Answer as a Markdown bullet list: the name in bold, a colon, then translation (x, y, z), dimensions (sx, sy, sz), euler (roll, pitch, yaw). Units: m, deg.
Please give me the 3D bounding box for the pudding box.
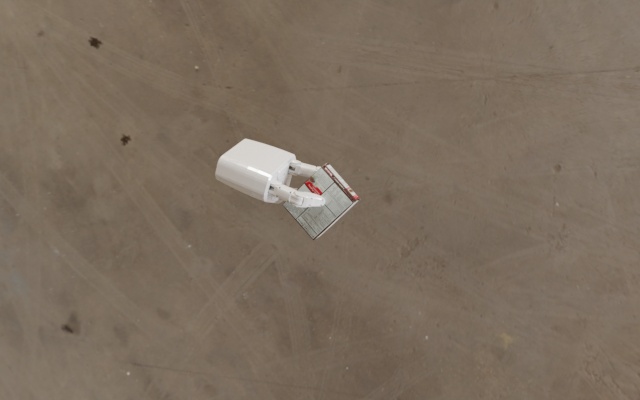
- **pudding box**: translation (0.000, 0.003, 0.860), dimensions (0.113, 0.090, 0.039), euler (-43, -4, 24)
